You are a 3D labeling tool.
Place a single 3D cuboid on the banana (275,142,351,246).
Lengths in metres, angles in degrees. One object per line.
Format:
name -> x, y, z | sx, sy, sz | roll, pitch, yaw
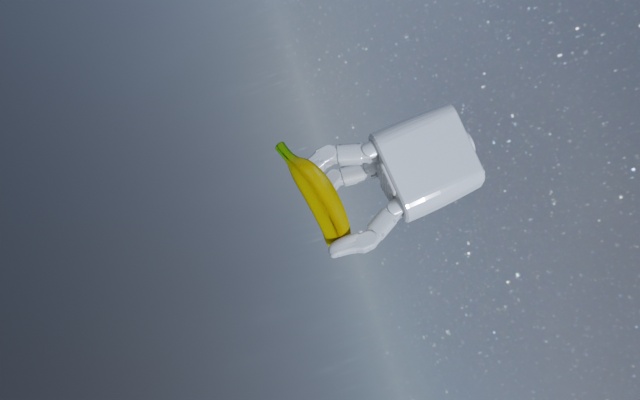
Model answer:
banana -> 0.007, 0.011, 0.573 | 0.037, 0.198, 0.069 | -30, 46, -4
